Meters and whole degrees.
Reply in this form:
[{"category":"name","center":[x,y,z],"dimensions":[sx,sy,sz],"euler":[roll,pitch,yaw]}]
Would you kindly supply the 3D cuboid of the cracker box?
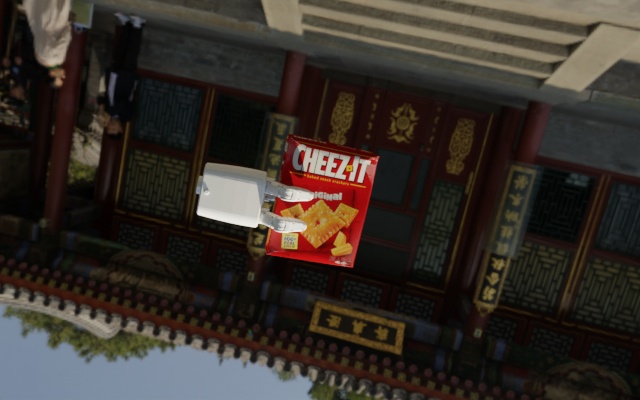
[{"category":"cracker box","center":[0.000,0.003,0.862],"dimensions":[0.164,0.214,0.072],"euler":[11,10,-10]}]
